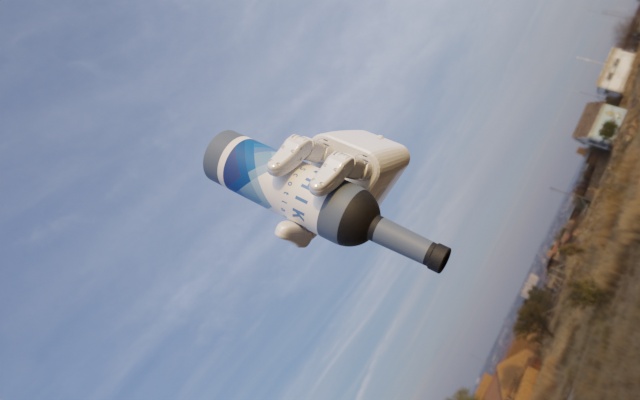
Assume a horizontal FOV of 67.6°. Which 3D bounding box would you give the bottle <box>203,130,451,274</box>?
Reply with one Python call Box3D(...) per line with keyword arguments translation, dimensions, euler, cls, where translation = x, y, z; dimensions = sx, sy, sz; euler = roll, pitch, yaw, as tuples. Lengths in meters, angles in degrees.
Box3D(translation=(0.000, 0.002, 0.522), dimensions=(0.295, 0.069, 0.069), euler=(25, 11, 26), cls="bottle")
